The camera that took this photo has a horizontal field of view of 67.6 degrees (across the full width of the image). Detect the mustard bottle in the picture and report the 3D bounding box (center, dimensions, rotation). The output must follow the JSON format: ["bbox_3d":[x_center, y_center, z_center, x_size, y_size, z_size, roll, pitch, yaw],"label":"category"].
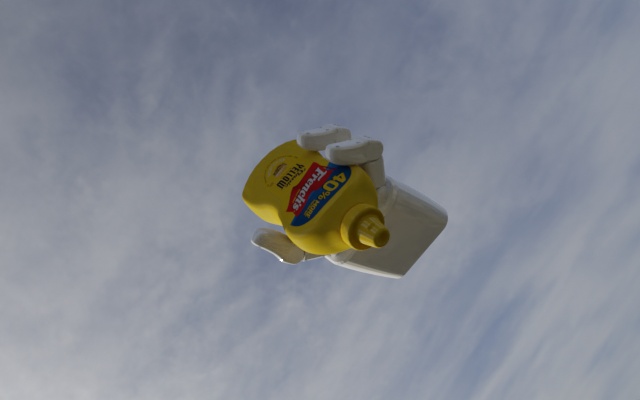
[{"bbox_3d":[0.000,0.001,0.471,0.191,0.096,0.058,31,-17,51],"label":"mustard bottle"}]
